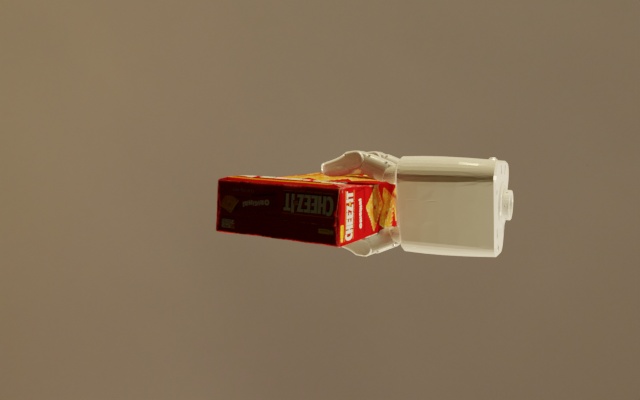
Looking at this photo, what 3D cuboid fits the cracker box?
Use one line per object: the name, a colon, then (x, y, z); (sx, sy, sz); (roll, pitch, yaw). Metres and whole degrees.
cracker box: (0.000, 0.002, 0.606); (0.164, 0.072, 0.213); (4, 6, 28)
